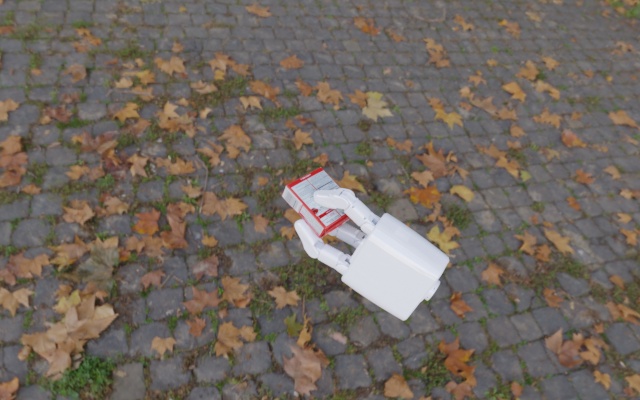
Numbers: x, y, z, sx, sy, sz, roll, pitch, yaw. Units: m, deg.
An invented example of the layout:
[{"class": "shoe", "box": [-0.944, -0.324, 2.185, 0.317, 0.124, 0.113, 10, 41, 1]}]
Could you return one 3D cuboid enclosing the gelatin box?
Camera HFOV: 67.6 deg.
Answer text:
[{"class": "gelatin box", "box": [0.000, 0.002, 0.692, 0.073, 0.089, 0.030, -31, -19, -37]}]
